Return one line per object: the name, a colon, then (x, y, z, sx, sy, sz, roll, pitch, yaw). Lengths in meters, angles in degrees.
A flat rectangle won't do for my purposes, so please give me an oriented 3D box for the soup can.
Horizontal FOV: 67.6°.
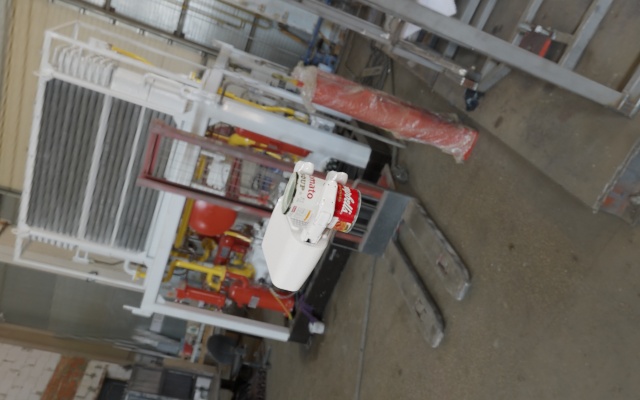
soup can: (0.000, 0.002, 0.711, 0.102, 0.068, 0.068, 17, -4, -15)
